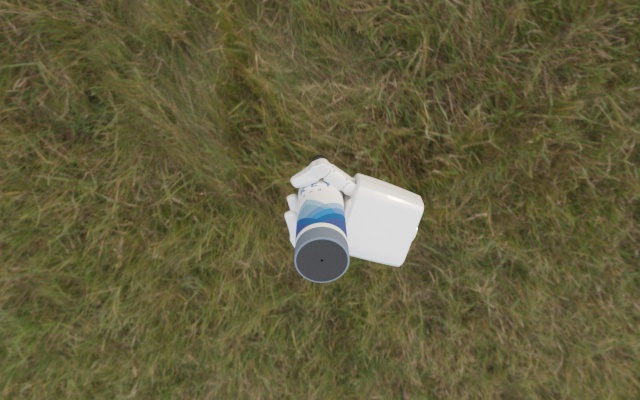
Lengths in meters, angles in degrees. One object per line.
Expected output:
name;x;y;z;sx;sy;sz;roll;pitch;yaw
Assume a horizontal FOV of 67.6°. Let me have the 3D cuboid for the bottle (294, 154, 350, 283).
bottle;0.000;0.002;0.698;0.069;0.069;0.295;0;28;-1
